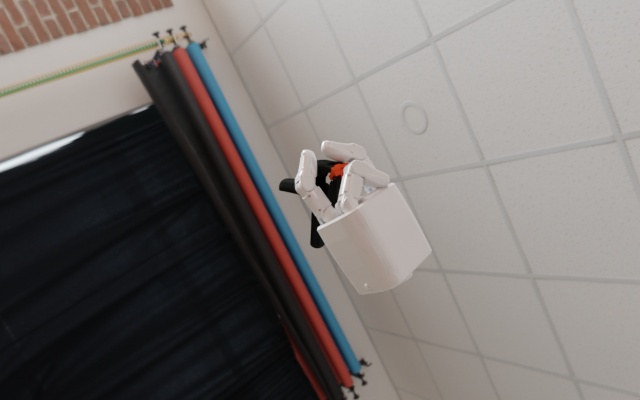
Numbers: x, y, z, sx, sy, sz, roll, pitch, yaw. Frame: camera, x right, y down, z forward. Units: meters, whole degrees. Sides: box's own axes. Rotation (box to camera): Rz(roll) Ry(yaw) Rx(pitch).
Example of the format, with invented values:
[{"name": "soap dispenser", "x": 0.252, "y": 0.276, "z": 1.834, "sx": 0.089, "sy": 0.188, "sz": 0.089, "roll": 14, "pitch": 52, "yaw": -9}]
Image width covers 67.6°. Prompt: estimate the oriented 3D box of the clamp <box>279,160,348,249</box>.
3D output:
[{"name": "clamp", "x": 0.001, "y": 0.002, "z": 0.682, "sx": 0.039, "sy": 0.120, "sz": 0.171, "roll": -31, "pitch": 0, "yaw": -29}]
